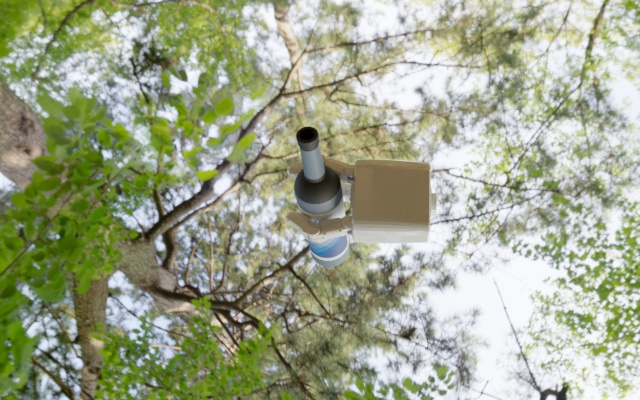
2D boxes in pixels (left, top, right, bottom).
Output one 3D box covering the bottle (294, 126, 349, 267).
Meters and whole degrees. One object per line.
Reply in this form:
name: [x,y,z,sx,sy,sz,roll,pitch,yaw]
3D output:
bottle: [0.000,0.002,0.696,0.069,0.069,0.296,0,-34,8]
